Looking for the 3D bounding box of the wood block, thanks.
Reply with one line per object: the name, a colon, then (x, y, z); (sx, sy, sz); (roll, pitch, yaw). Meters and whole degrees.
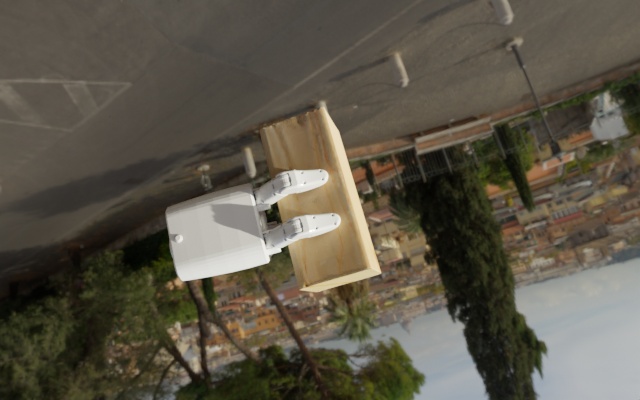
wood block: (0.000, 0.002, 0.603); (0.090, 0.206, 0.091); (-18, -16, 9)
